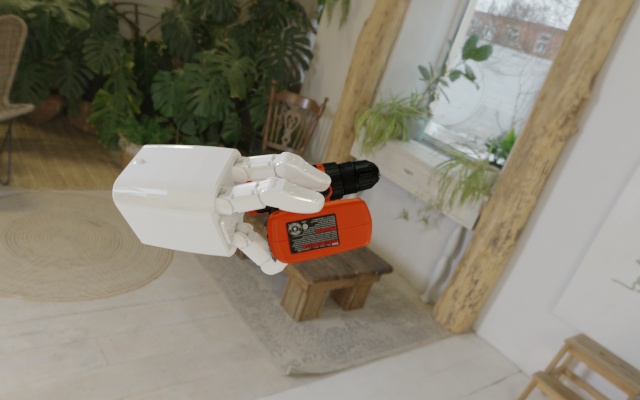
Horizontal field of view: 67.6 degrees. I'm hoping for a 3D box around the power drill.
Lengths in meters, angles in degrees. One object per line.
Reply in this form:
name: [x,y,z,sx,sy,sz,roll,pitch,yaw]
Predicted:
power drill: [0.000,0.002,0.557,0.184,0.057,0.187,-13,18,-6]
